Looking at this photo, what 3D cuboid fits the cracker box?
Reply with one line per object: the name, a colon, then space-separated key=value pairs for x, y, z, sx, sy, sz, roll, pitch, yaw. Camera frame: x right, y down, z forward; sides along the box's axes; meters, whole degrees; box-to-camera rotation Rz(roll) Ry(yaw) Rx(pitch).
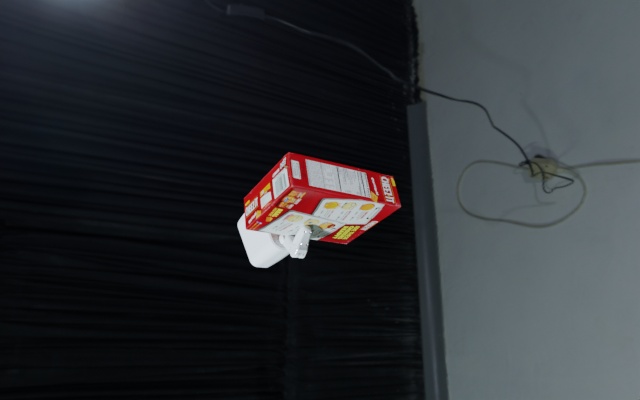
cracker box: x=0.000 y=0.003 z=0.816 sx=0.214 sy=0.072 sz=0.164 roll=10 pitch=-32 yaw=-32
